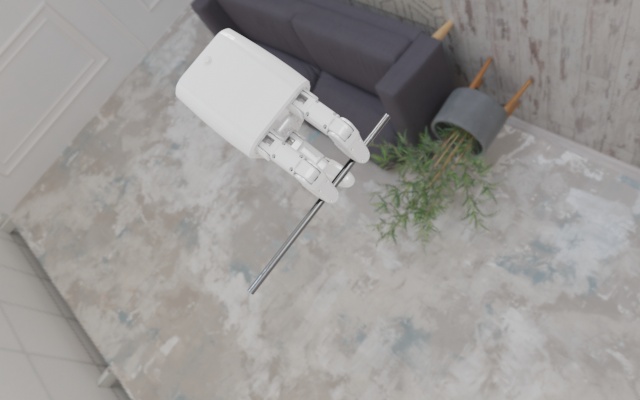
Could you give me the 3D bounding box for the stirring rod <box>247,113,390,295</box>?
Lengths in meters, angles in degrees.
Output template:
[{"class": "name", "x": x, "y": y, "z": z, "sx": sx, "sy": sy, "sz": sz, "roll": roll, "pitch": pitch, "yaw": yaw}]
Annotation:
[{"class": "stirring rod", "x": 0.000, "y": 0.002, "z": 0.511, "sx": 0.011, "sy": 0.239, "sz": 0.011, "roll": 37, "pitch": -6, "yaw": 5}]
